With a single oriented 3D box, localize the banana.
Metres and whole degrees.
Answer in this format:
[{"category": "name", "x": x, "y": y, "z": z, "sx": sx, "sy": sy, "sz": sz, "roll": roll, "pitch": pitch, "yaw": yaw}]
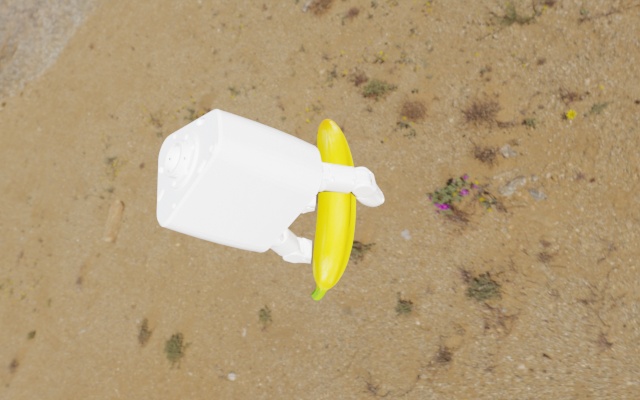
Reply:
[{"category": "banana", "x": 0.010, "y": 0.003, "z": 0.491, "sx": 0.037, "sy": 0.197, "sz": 0.069, "roll": 11, "pitch": -12, "yaw": -30}]
